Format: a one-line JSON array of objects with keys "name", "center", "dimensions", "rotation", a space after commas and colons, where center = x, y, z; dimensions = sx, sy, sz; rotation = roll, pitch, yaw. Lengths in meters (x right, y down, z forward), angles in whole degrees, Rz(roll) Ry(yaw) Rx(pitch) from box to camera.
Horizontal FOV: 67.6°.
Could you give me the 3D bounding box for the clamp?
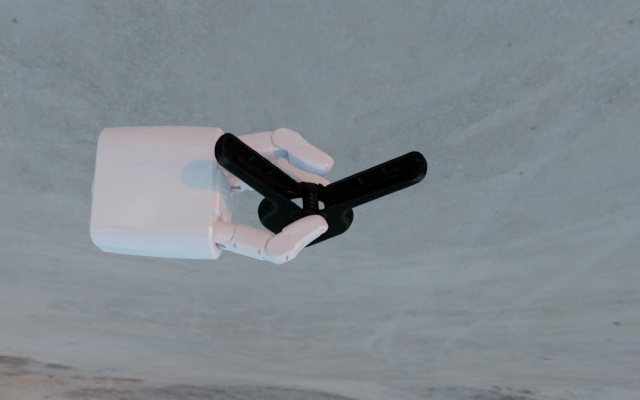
[{"name": "clamp", "center": [0.000, 0.002, 0.445], "dimensions": [0.164, 0.036, 0.210], "rotation": [3, -23, 0]}]
